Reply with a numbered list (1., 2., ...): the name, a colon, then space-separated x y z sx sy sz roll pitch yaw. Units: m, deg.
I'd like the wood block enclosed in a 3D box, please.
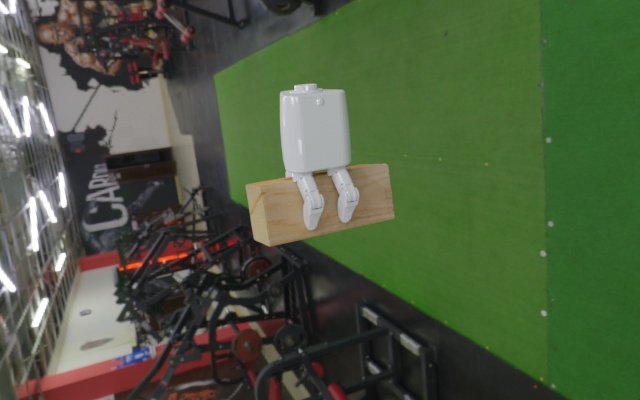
1. wood block: 0.000 0.002 0.742 0.206 0.090 0.091 -11 7 -22
